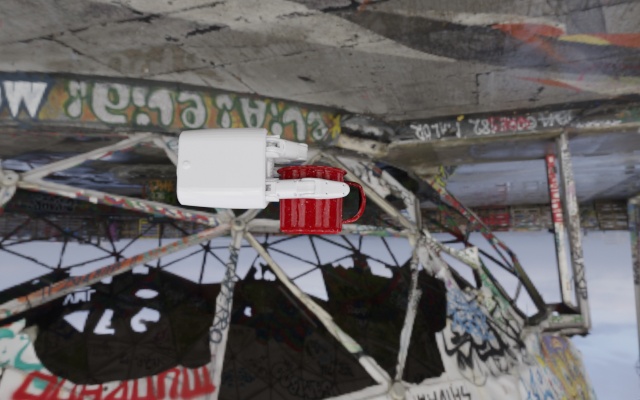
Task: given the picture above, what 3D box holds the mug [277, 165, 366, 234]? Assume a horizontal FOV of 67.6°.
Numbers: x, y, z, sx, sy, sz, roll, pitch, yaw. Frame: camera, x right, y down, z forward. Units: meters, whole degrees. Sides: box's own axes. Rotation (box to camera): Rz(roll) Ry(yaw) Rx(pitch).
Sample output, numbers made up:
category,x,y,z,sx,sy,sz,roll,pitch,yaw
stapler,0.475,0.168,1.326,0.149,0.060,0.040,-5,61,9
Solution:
category,x,y,z,sx,sy,sz,roll,pitch,yaw
mug,0.002,0.002,0.624,0.117,0.081,0.093,1,-6,2
